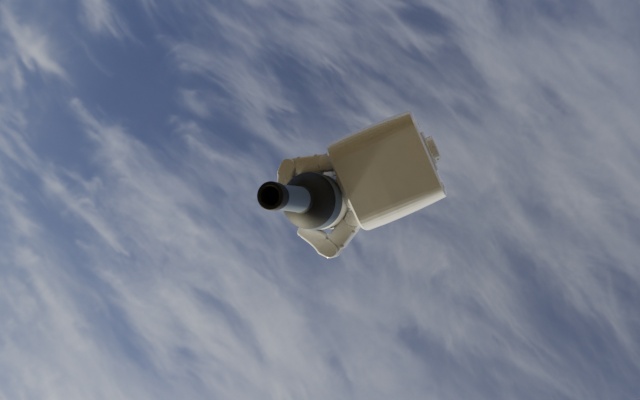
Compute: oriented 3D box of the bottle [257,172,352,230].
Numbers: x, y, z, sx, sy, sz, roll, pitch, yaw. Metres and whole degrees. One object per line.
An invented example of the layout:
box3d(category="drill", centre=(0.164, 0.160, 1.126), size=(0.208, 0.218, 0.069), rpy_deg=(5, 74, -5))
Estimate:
box3d(category="bottle", centre=(0.000, 0.002, 0.582), size=(0.069, 0.069, 0.296), rpy_deg=(0, -2, 19))
